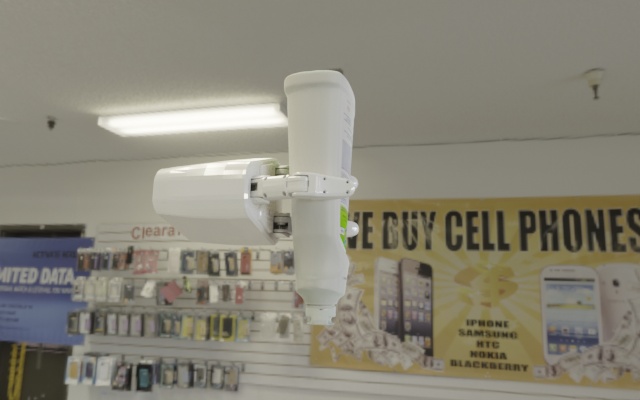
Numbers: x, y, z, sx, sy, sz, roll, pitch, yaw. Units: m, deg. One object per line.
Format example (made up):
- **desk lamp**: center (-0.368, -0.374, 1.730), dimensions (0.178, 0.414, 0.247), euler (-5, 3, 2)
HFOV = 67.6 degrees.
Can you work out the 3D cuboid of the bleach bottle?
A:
- **bleach bottle**: center (0.000, 0.002, 0.501), dimensions (0.068, 0.250, 0.102), euler (-2, -10, 15)
